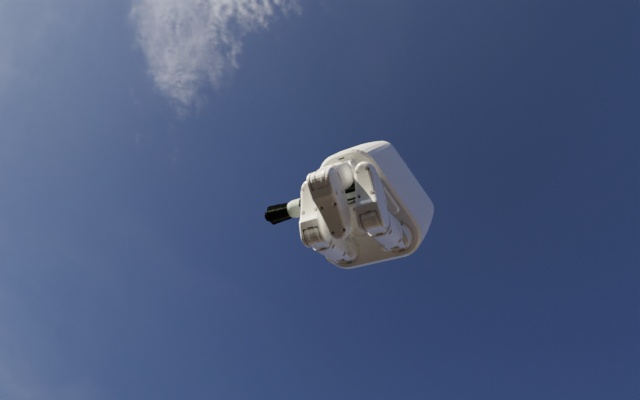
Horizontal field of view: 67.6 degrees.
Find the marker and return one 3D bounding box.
[{"bbox_3d":[0.000,0.001,0.446,0.121,0.020,0.020,-16,-7,25],"label":"marker"}]
